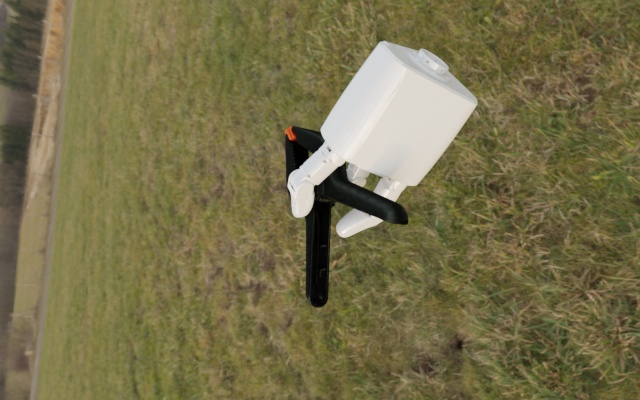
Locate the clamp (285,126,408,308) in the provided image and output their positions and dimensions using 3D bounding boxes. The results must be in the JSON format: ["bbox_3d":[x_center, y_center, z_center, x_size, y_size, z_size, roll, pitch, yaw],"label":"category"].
[{"bbox_3d":[-0.001,0.001,0.534,0.036,0.165,0.209,6,40,-37],"label":"clamp"}]
